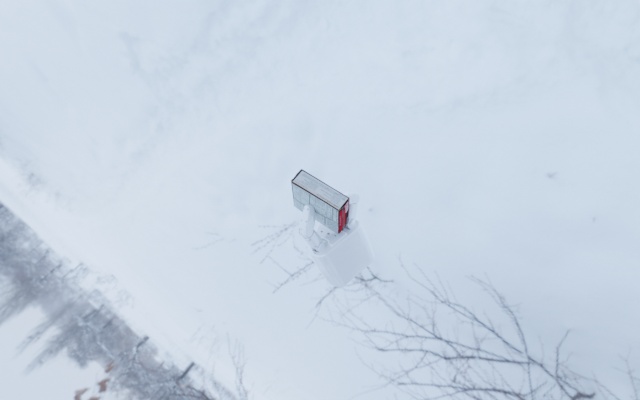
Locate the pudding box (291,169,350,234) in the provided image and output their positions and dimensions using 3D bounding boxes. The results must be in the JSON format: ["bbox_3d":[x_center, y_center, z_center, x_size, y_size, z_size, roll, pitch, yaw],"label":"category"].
[{"bbox_3d":[0.000,0.003,0.895,0.113,0.039,0.090,30,-28,18],"label":"pudding box"}]
